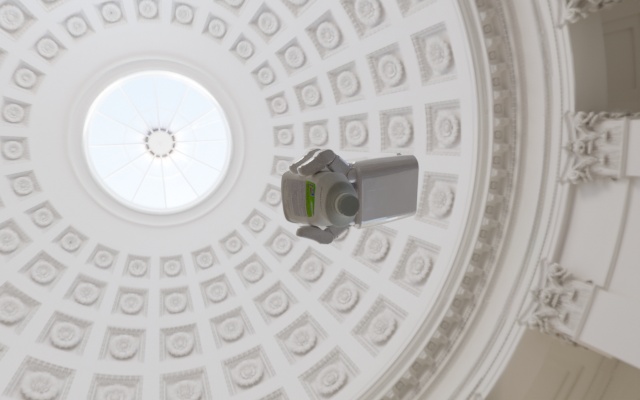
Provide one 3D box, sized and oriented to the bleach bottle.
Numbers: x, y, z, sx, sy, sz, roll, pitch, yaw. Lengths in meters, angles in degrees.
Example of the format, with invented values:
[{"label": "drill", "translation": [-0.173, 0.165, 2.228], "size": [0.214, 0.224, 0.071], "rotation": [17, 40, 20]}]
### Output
[{"label": "bleach bottle", "translation": [0.000, 0.002, 0.748], "size": [0.068, 0.102, 0.251], "rotation": [-9, 9, -18]}]
